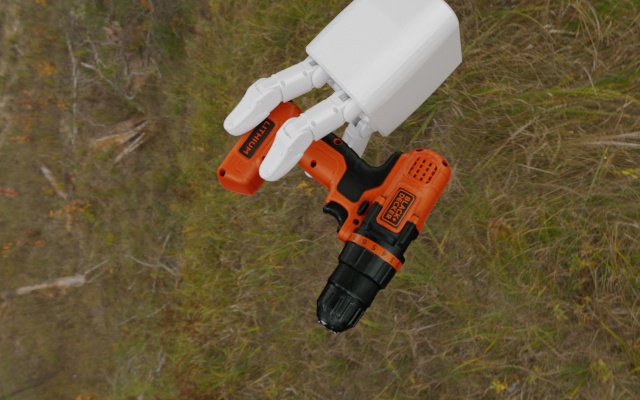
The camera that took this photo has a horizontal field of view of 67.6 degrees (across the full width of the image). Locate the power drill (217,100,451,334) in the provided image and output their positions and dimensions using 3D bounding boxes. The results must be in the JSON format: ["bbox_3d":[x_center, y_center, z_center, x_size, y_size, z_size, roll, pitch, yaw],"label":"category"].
[{"bbox_3d":[0.000,0.001,0.443,0.187,0.184,0.057,32,-12,14],"label":"power drill"}]
